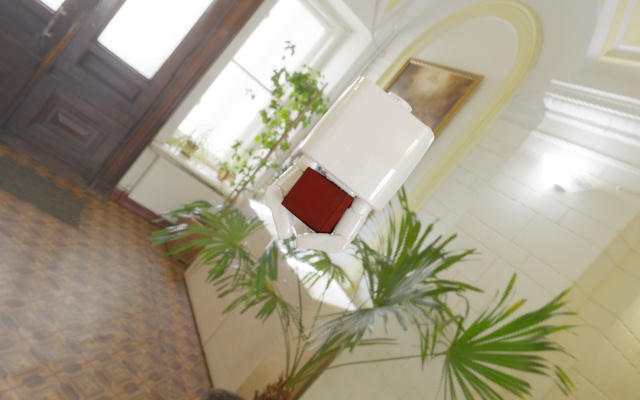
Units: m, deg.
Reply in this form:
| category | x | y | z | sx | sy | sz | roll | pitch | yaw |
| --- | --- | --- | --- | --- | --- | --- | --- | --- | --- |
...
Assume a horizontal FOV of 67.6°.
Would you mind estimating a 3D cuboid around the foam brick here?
| category | x | y | z | sx | sy | sz | roll | pitch | yaw |
| --- | --- | --- | --- | --- | --- | --- | --- | --- | --- |
| foam brick | 0.000 | 0.002 | 0.525 | 0.053 | 0.051 | 0.078 | 38 | 4 | 12 |
